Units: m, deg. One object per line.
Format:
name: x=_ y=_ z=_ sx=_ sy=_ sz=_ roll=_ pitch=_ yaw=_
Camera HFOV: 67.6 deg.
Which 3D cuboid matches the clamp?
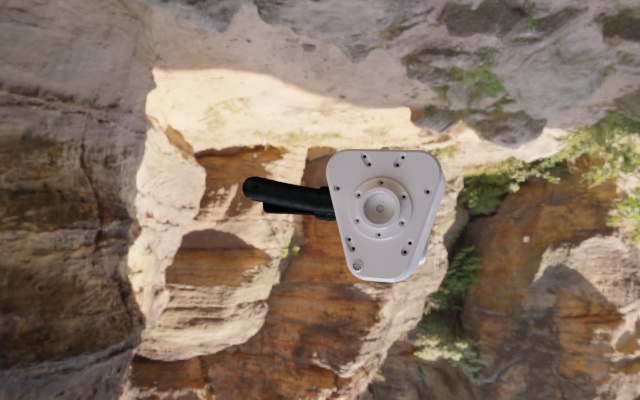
clamp: x=0.000 y=0.002 z=0.521 sx=0.171 sy=0.039 sz=0.120 roll=3 pitch=-4 yaw=14
